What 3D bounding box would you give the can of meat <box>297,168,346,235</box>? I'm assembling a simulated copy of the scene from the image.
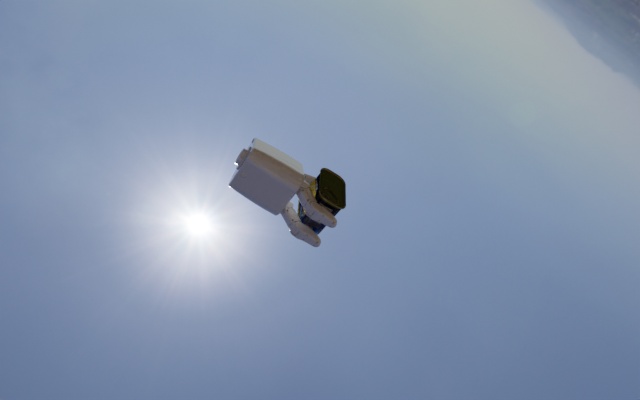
[{"bbox_3d":[0.000,0.003,0.890,0.057,0.084,0.102,29,32,-19],"label":"can of meat"}]
